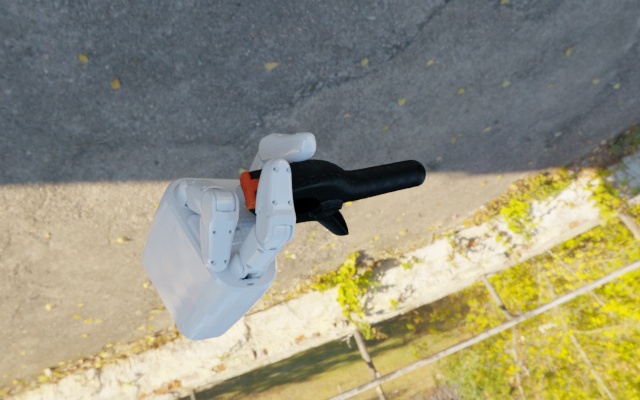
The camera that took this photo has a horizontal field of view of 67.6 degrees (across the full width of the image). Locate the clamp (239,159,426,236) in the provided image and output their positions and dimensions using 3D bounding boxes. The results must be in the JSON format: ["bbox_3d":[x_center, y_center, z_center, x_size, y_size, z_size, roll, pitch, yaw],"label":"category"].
[{"bbox_3d":[0.000,0.002,0.420,0.171,0.039,0.120,1,-36,-36],"label":"clamp"}]
